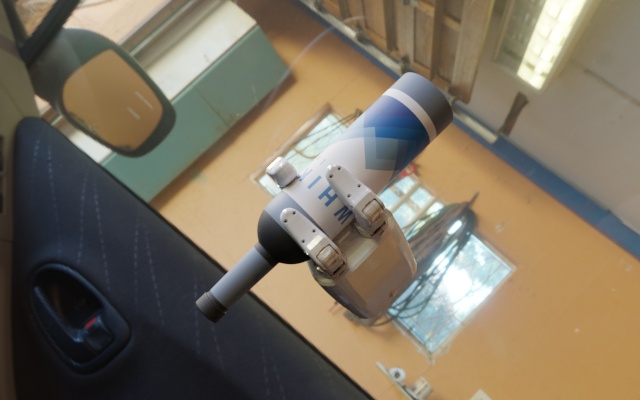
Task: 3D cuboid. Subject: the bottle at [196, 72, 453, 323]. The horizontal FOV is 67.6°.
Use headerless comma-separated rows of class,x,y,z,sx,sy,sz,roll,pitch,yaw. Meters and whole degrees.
bottle,0.000,0.001,0.454,0.295,0.069,0.069,-44,6,-6
